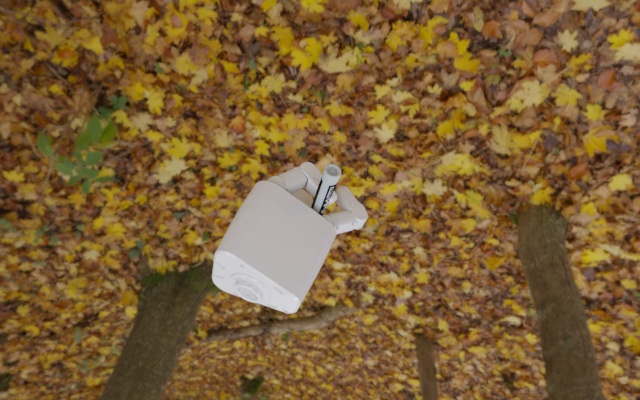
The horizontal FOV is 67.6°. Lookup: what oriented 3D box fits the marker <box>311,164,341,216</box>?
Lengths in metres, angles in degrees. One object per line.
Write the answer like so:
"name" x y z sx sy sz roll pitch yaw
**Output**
"marker" 0.000 0.002 0.558 0.020 0.020 0.121 0 -34 -16
